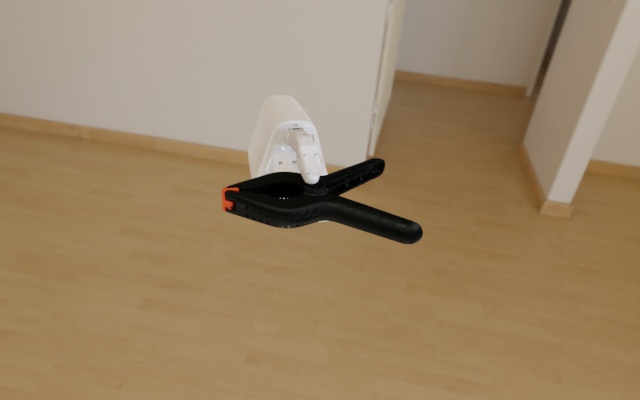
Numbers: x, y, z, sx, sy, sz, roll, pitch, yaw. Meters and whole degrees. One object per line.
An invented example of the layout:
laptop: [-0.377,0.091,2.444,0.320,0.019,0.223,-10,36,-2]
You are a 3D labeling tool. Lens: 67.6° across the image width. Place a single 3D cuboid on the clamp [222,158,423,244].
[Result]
clamp: [0.000,0.001,0.525,0.210,0.036,0.164,-5,31,-14]
